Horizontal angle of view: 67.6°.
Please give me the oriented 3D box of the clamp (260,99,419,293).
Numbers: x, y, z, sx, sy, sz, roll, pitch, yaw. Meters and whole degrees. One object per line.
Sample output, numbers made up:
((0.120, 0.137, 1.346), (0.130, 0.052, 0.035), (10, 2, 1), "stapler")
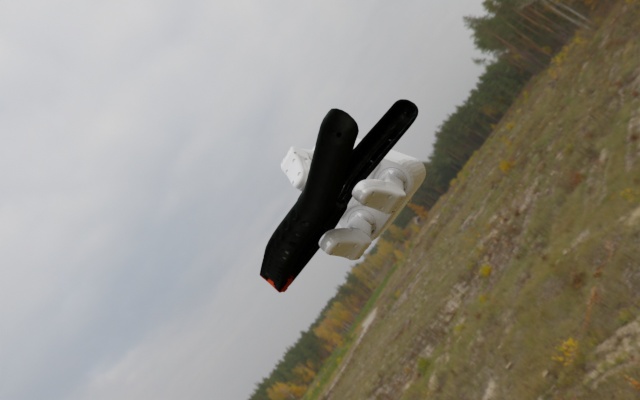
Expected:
((-0.001, 0.001, 0.405), (0.036, 0.210, 0.164), (39, 20, 14), "clamp")
